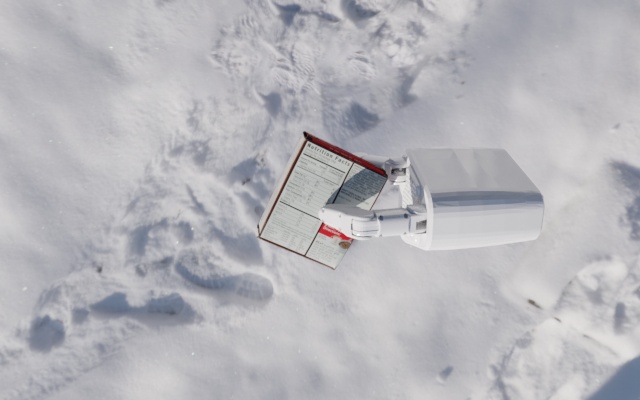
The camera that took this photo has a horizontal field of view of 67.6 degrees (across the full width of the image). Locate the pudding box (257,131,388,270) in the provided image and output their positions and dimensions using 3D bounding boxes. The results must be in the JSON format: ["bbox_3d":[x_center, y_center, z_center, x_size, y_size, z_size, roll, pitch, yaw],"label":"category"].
[{"bbox_3d":[0.000,0.002,0.469,0.090,0.113,0.039,25,13,-12],"label":"pudding box"}]
